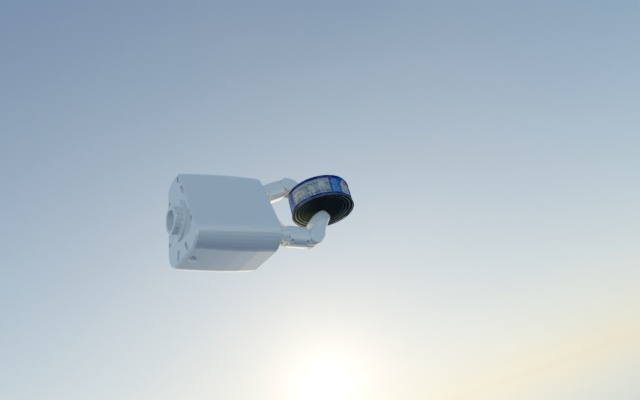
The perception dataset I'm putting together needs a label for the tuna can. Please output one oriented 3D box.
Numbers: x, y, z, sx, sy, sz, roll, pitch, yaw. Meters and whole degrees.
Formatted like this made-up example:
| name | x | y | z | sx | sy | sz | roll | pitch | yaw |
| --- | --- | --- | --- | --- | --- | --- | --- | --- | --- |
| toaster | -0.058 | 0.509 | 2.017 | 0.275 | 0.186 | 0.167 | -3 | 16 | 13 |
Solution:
| name | x | y | z | sx | sy | sz | roll | pitch | yaw |
| --- | --- | --- | --- | --- | --- | --- | --- | --- | --- |
| tuna can | 0.000 | 0.002 | 0.646 | 0.086 | 0.033 | 0.086 | -12 | -30 | -7 |
